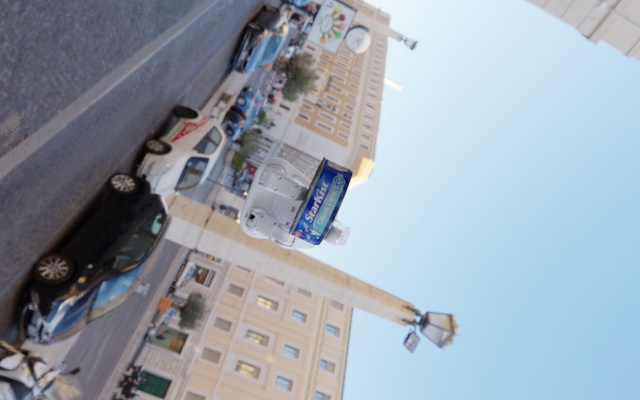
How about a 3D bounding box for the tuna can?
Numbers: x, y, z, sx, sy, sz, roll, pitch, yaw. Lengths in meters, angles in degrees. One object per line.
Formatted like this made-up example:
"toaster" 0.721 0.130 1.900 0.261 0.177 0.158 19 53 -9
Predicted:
"tuna can" 0.001 0.002 0.483 0.034 0.086 0.086 25 -2 -3
